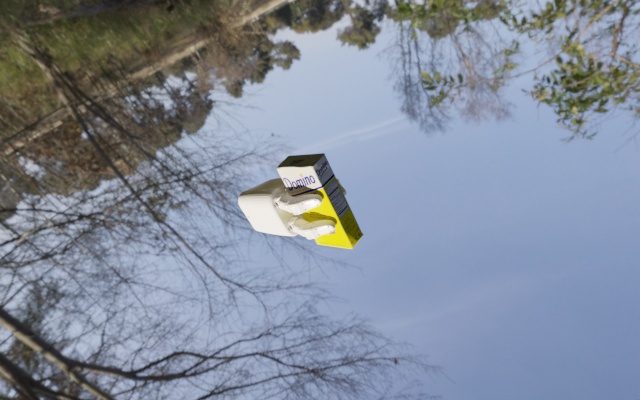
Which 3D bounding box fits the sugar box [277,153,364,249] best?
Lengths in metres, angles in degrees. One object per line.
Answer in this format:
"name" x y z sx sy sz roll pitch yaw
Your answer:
"sugar box" 0.000 0.003 0.838 0.093 0.176 0.048 1 40 46
